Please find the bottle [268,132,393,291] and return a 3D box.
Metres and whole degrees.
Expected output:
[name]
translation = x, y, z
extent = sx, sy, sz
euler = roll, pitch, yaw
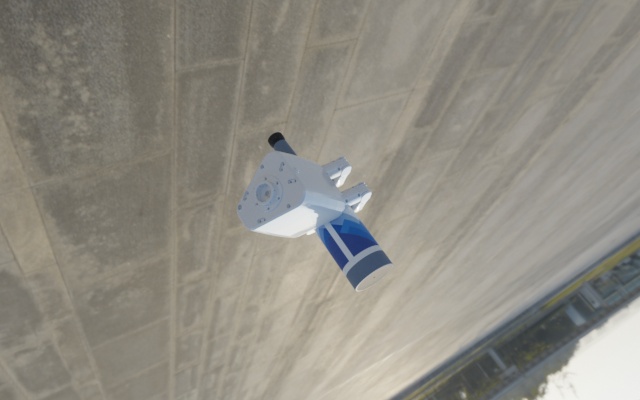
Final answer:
[bottle]
translation = 0.000, 0.003, 0.747
extent = 0.069, 0.295, 0.069
euler = -28, -26, -15
